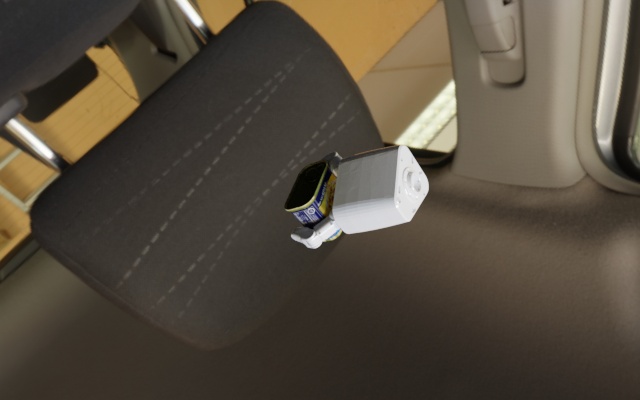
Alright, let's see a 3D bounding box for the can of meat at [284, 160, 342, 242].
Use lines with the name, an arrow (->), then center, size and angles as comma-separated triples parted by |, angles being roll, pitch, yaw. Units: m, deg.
can of meat -> 0.000, 0.003, 0.754 | 0.057, 0.102, 0.084 | -15, -51, 36
